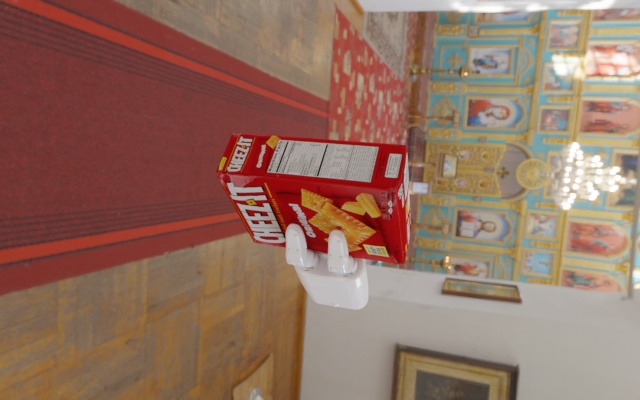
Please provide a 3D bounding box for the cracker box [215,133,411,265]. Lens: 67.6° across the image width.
[{"bbox_3d":[0.000,0.002,0.592,0.213,0.072,0.164,6,-34,16],"label":"cracker box"}]
